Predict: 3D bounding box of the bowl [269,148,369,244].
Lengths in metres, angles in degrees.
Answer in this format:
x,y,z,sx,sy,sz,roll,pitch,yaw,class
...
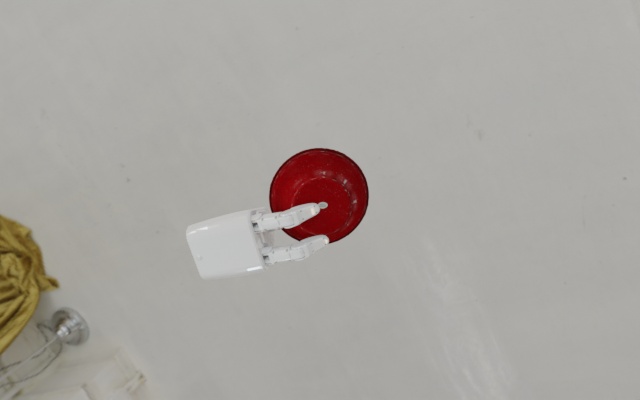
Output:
x,y,z,sx,sy,sz,roll,pitch,yaw,class
0.001,0.002,0.741,0.162,0.162,0.055,0,16,-5,bowl
